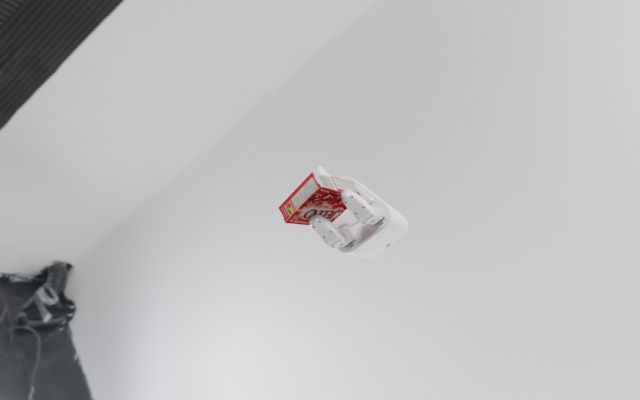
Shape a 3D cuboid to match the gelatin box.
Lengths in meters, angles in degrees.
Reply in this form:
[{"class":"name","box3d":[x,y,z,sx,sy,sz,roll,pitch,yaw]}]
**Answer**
[{"class":"gelatin box","box3d":[0.000,0.002,0.639,0.073,0.030,0.089,-44,-32,26]}]
